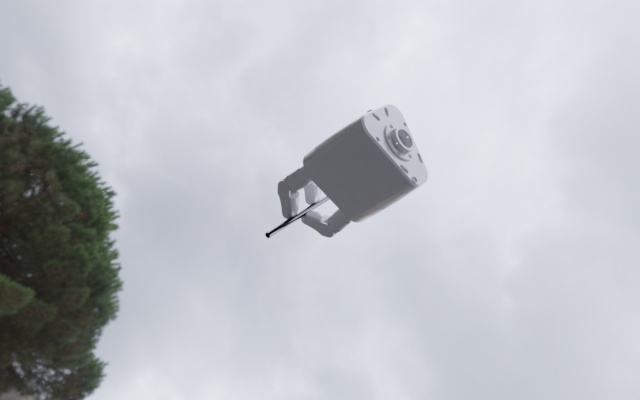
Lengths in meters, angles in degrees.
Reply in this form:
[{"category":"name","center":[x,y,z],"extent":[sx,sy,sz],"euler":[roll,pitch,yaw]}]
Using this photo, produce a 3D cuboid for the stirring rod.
[{"category":"stirring rod","center":[0.000,0.002,0.696],"extent":[0.011,0.011,0.239],"euler":[0,20,37]}]
